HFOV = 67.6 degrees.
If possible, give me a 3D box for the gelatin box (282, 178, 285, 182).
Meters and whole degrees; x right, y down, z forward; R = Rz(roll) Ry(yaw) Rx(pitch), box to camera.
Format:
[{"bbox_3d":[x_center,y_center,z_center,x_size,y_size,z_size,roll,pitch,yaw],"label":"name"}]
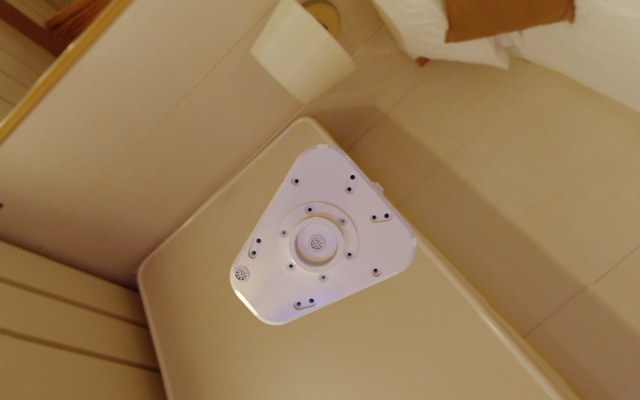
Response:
[{"bbox_3d":[0.000,0.002,0.472,0.030,0.073,0.089,-43,13,-3],"label":"gelatin box"}]
